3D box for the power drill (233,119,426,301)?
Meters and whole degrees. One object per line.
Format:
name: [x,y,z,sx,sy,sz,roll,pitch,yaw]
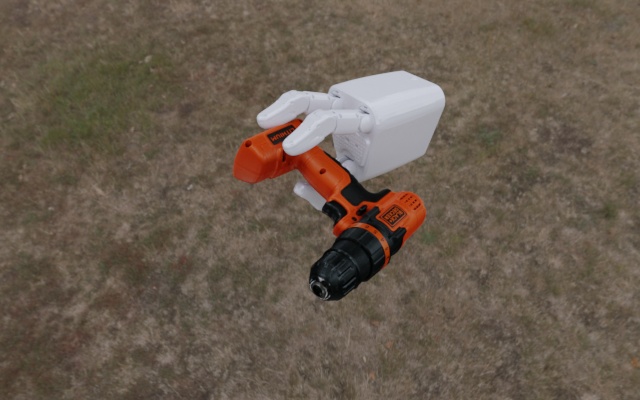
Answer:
power drill: [0.000,0.001,0.494,0.187,0.057,0.184,40,40,15]
